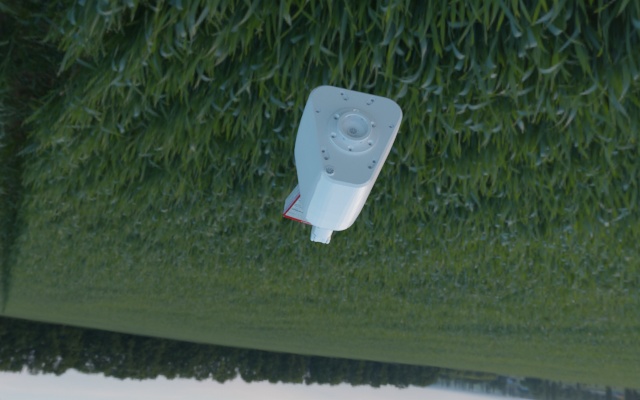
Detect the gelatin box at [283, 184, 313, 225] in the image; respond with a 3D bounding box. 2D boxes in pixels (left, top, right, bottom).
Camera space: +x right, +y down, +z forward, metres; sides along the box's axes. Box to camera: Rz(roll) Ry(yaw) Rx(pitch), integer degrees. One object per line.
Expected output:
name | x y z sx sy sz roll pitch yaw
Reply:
gelatin box | 0.000 0.003 0.619 0.073 0.030 0.089 17 -31 -16
